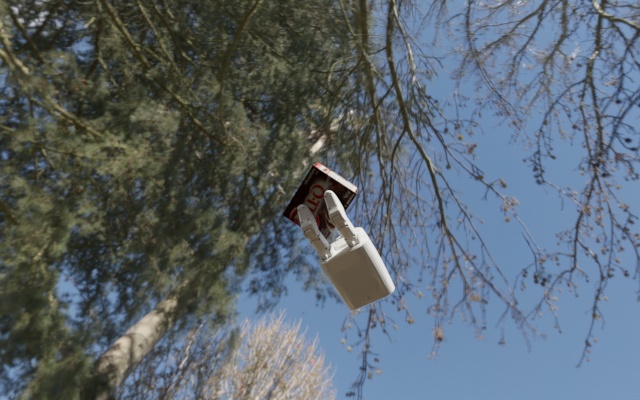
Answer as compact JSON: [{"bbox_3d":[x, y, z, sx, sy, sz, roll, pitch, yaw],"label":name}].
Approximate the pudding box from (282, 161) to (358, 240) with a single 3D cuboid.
[{"bbox_3d":[0.000,0.003,0.828,0.090,0.113,0.039,33,20,1],"label":"pudding box"}]
